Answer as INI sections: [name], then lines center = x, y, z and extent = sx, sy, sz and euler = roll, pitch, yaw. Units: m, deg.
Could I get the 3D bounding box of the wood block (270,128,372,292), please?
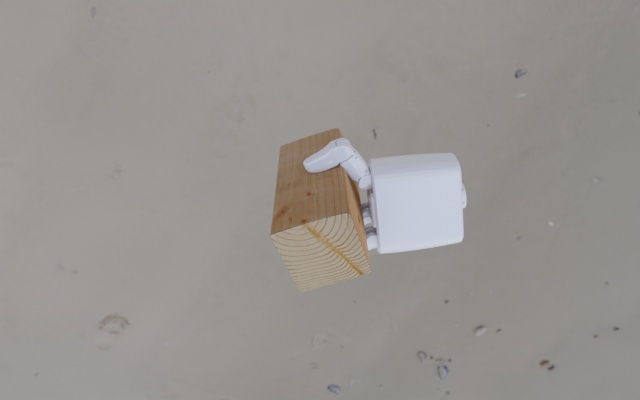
[wood block]
center = 0.000, 0.002, 0.601
extent = 0.090, 0.091, 0.206
euler = -17, 32, 9
